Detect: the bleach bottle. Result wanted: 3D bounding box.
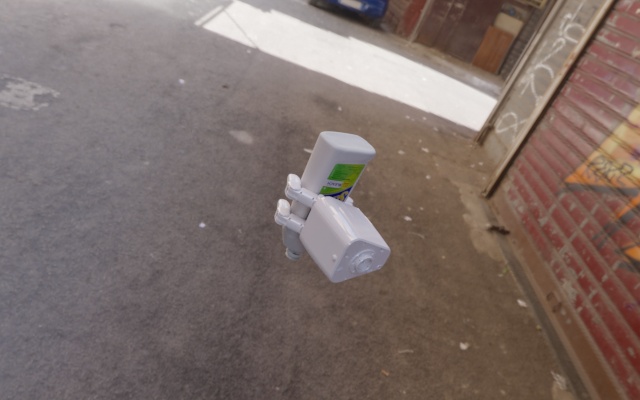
[{"bbox_3d":[0.000,0.003,0.848,0.102,0.251,0.068,1,36,-38],"label":"bleach bottle"}]
